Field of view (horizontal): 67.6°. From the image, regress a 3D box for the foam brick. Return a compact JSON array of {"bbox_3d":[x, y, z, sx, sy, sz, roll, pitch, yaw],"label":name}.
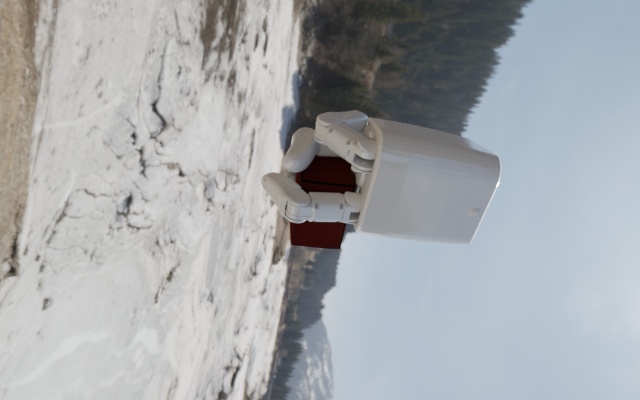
[{"bbox_3d":[0.000,0.002,0.466,0.051,0.078,0.053,6,35,-8],"label":"foam brick"}]
